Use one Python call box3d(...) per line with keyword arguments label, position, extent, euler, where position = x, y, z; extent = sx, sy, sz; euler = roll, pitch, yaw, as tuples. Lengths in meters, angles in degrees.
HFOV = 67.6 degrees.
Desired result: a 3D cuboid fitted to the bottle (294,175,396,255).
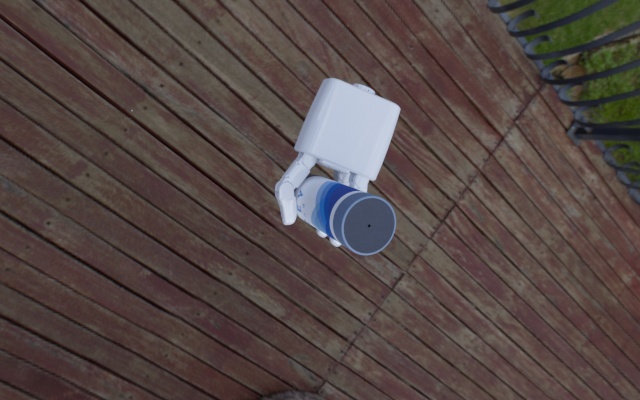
box3d(label="bottle", position=(0.000, 0.002, 0.651), extent=(0.069, 0.069, 0.295), euler=(0, 10, -22))
